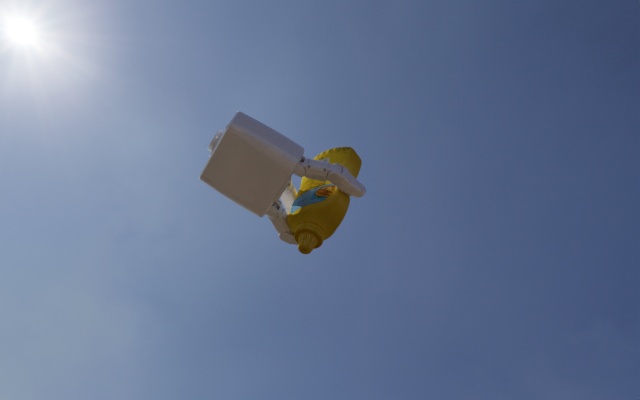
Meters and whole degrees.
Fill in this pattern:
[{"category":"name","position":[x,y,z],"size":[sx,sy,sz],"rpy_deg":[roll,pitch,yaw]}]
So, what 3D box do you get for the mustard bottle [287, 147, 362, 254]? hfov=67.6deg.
[{"category":"mustard bottle","position":[0.000,0.002,0.694],"size":[0.096,0.058,0.191],"rpy_deg":[-21,32,32]}]
